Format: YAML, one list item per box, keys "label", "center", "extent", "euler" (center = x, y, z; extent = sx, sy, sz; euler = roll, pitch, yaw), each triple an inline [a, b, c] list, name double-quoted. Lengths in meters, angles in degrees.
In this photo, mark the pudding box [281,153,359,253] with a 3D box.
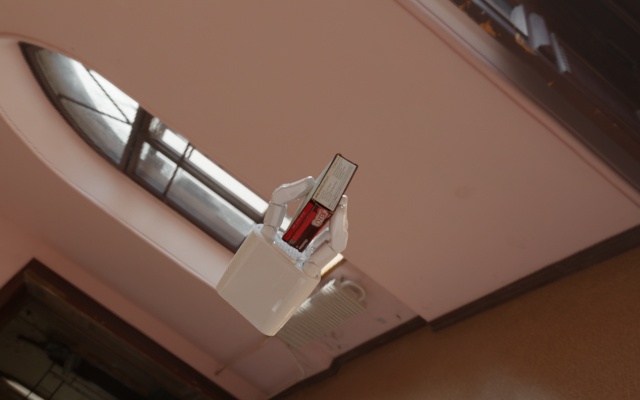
- label: "pudding box"
  center: [0.000, 0.002, 0.626]
  extent: [0.039, 0.113, 0.090]
  euler: [33, -49, -6]
